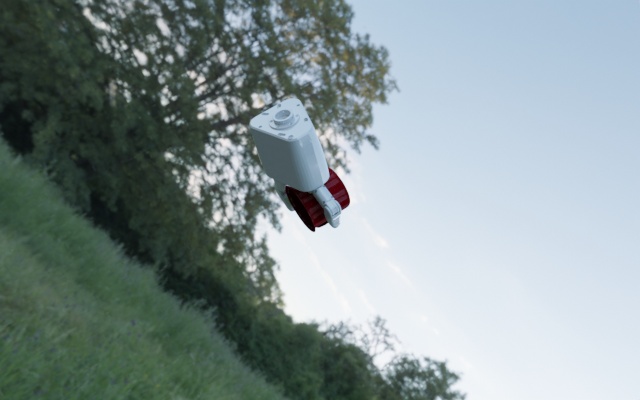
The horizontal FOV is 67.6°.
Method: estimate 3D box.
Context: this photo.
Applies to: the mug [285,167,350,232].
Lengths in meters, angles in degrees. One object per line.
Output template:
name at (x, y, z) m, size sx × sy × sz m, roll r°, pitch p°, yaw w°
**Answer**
mug at (0.001, 0.004, 0.834) m, size 0.081 × 0.117 × 0.093 m, roll -32°, pitch 48°, yaw -14°
